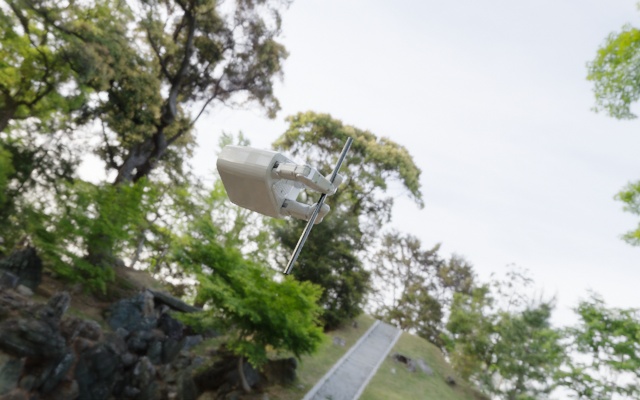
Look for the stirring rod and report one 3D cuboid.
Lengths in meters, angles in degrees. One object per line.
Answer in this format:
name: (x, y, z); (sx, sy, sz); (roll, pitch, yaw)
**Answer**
stirring rod: (0.000, 0.002, 0.716); (0.011, 0.239, 0.011); (22, -22, 9)
